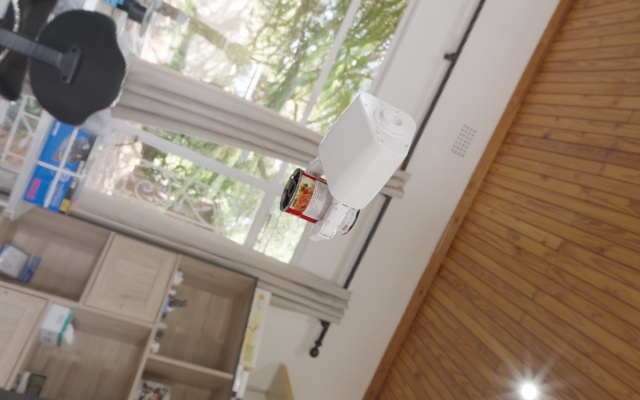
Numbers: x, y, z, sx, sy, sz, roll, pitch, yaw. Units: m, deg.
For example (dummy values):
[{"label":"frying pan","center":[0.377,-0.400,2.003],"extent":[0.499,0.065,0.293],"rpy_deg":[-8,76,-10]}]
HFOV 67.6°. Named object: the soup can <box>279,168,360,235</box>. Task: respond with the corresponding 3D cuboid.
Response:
[{"label":"soup can","center":[0.000,0.003,0.701],"extent":[0.102,0.068,0.068],"rpy_deg":[23,-7,-18]}]
